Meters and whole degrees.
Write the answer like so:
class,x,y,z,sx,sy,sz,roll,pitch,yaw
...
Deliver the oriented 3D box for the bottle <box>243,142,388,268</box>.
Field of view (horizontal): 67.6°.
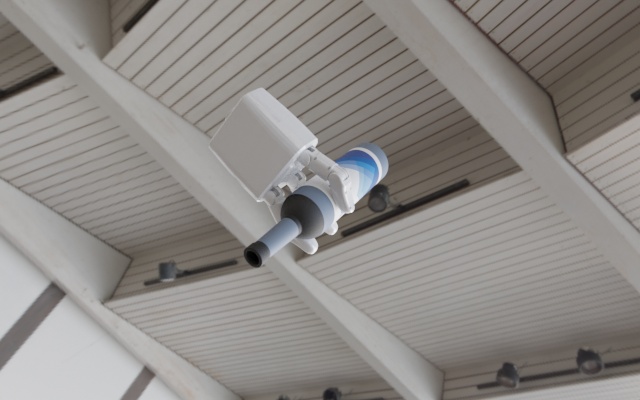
class,x,y,z,sx,sy,sz,roll,pitch,yaw
bottle,0.000,0.002,0.649,0.069,0.069,0.295,0,25,36
